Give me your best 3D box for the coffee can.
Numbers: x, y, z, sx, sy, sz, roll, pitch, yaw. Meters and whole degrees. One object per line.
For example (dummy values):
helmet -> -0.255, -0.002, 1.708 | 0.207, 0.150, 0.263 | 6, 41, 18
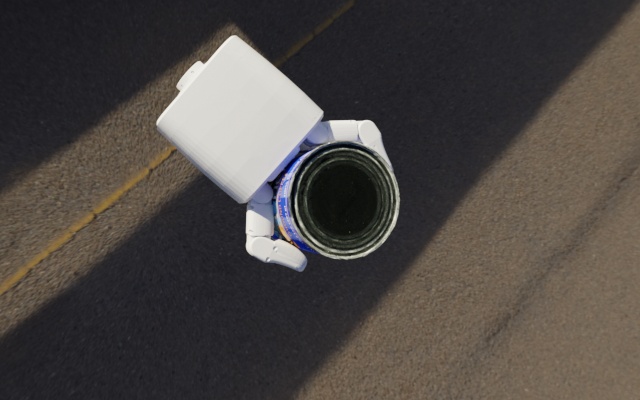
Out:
coffee can -> 0.000, 0.002, 0.471 | 0.103, 0.103, 0.140 | 0, -2, -19
